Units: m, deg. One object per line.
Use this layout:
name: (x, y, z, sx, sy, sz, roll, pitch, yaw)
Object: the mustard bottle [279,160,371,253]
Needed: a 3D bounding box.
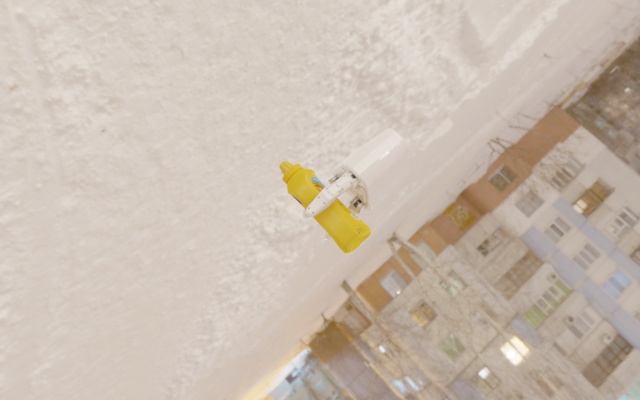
mustard bottle: (0.000, 0.003, 0.807, 0.191, 0.058, 0.096, 46, 10, 12)
